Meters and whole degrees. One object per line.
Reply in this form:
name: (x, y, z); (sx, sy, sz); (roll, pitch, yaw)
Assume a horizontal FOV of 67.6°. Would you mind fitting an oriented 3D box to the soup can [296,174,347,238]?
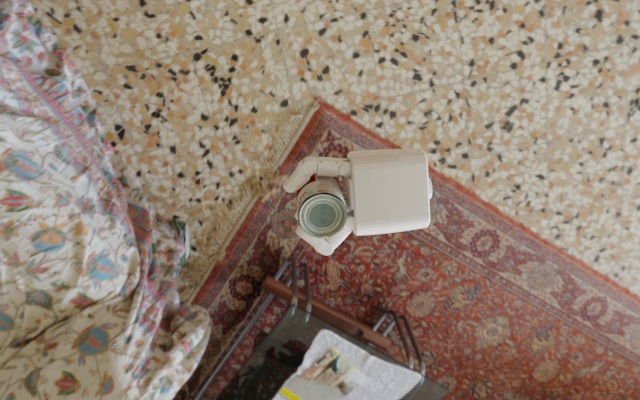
soup can: (0.000, 0.002, 0.673); (0.068, 0.068, 0.102); (0, 23, -4)
